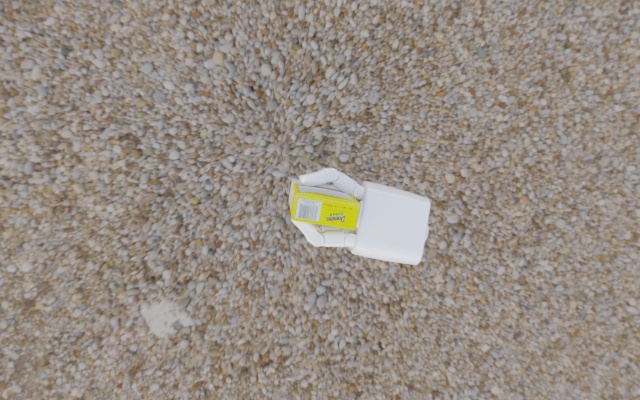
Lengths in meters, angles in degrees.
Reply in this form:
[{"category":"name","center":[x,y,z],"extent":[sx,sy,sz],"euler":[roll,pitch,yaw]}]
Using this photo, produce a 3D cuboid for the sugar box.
[{"category":"sugar box","center":[0.000,0.003,0.738],"extent":[0.093,0.048,0.176],"euler":[10,5,-6]}]
